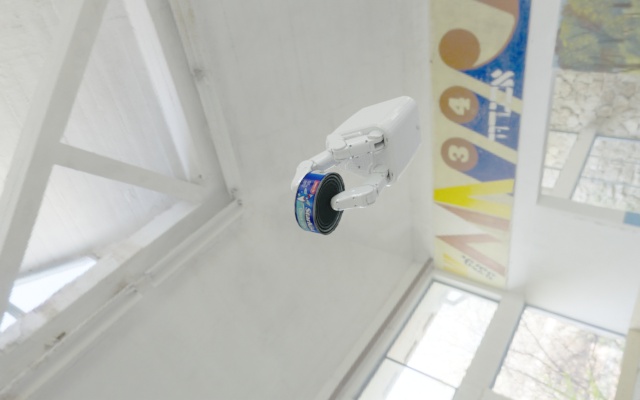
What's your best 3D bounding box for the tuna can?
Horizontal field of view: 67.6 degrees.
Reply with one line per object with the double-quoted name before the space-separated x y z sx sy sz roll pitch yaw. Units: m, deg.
"tuna can" 0.000 0.002 0.647 0.034 0.086 0.086 10 5 28
